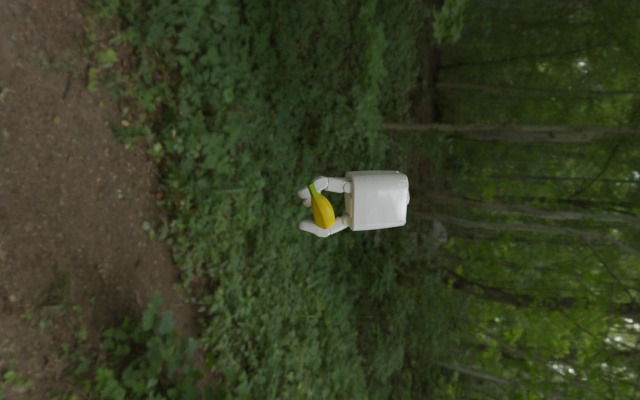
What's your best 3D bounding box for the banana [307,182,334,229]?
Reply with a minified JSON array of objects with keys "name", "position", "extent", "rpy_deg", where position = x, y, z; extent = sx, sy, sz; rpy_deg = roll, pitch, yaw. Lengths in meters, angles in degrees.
[{"name":"banana","position":[0.004,0.020,0.870],"extent":[0.037,0.069,0.198],"rpy_deg":[-12,-12,-1]}]
